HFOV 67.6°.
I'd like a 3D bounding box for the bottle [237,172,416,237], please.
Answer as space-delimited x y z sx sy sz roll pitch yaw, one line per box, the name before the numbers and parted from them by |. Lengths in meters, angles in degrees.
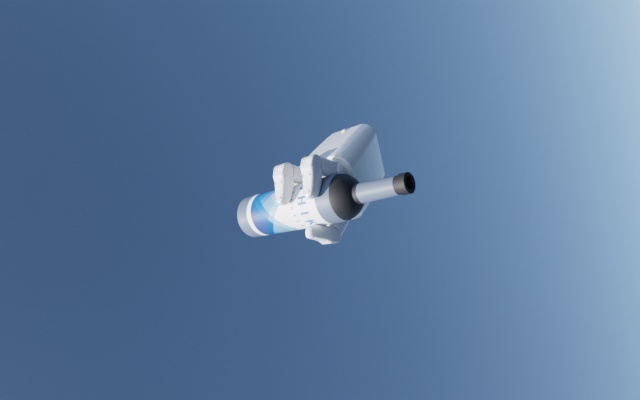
bottle | 0.000 0.002 0.677 0.296 0.069 0.069 -12 -8 41
